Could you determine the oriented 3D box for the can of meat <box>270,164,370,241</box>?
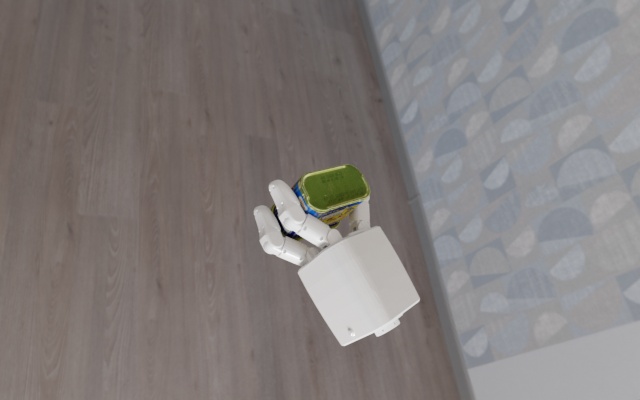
[{"bbox_3d":[0.000,0.002,0.593,0.102,0.057,0.084,-16,-18,-37],"label":"can of meat"}]
